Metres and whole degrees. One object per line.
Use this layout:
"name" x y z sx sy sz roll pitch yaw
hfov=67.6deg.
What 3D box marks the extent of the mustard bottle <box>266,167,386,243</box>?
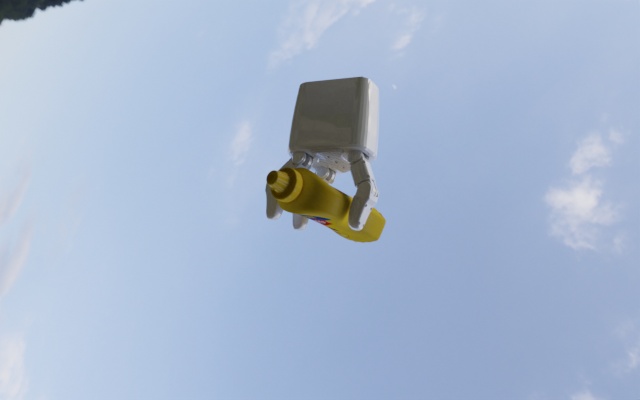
"mustard bottle" 0.000 0.002 0.617 0.096 0.058 0.192 21 -5 41
